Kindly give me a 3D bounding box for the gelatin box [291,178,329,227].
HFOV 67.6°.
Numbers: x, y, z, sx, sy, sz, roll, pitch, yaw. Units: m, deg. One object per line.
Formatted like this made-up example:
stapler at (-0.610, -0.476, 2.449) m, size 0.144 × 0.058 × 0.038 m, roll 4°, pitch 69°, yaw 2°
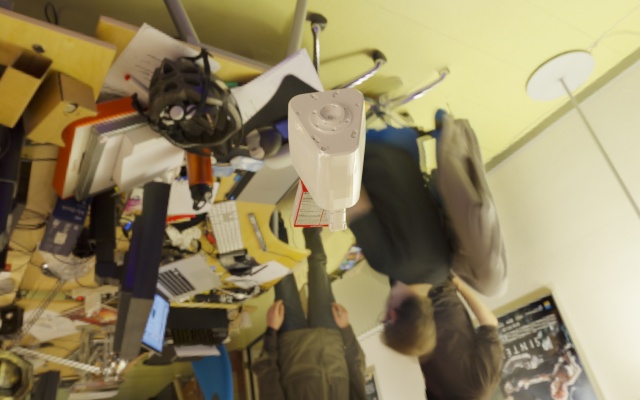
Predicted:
gelatin box at (0.000, 0.003, 0.705) m, size 0.073 × 0.030 × 0.089 m, roll -1°, pitch -40°, yaw -15°
